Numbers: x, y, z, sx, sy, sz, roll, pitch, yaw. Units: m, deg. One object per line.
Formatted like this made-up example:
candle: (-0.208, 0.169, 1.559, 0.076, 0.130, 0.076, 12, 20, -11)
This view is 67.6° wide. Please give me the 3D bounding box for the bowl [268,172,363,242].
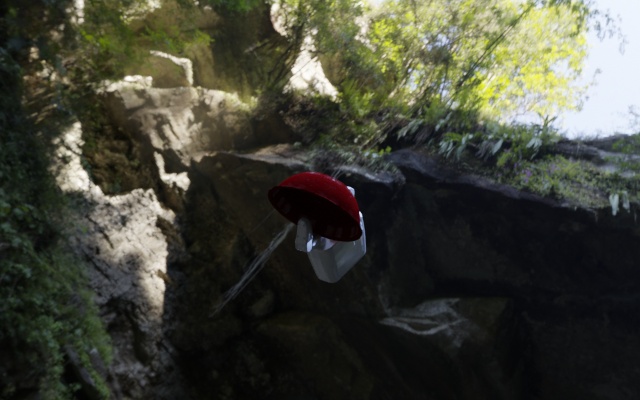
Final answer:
bowl: (0.000, 0.002, 0.755, 0.162, 0.055, 0.162, 22, -22, 9)
